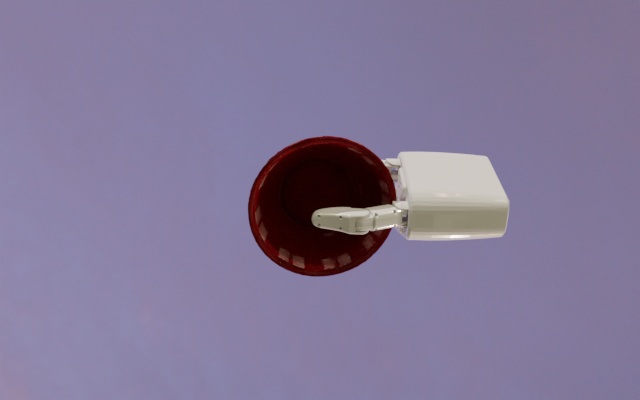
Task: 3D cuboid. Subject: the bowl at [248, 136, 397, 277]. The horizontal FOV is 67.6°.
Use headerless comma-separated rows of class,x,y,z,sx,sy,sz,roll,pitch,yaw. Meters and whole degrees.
bowl,-0.001,0.001,0.533,0.162,0.162,0.055,0,21,-9
